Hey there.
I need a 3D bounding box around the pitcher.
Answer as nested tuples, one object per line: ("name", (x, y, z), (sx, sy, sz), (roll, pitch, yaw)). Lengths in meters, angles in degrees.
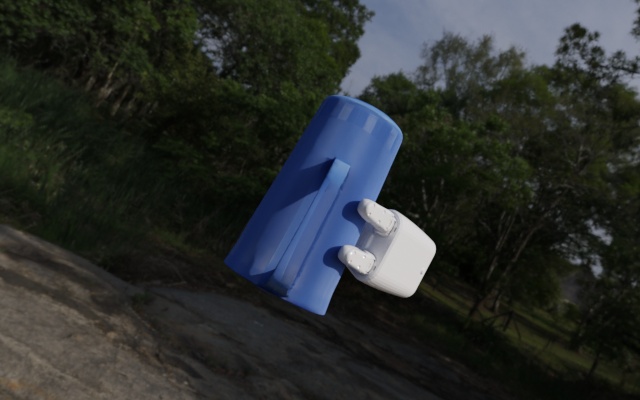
("pitcher", (0.000, 0.002, 0.561), (0.149, 0.243, 0.145), (23, -7, 45))
